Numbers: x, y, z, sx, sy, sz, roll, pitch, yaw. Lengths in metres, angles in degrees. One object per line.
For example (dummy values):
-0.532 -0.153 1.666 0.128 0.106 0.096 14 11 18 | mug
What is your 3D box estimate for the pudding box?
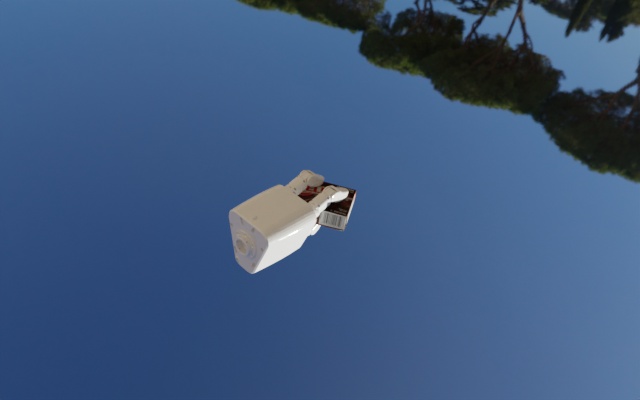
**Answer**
0.000 0.003 0.850 0.113 0.039 0.090 17 36 5 | pudding box
